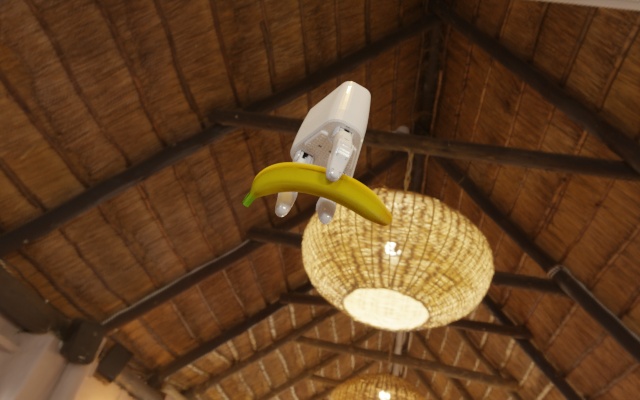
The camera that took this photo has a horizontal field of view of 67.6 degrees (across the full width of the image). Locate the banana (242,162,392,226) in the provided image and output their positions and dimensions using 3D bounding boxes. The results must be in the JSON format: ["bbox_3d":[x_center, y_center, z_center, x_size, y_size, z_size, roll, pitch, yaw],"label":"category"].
[{"bbox_3d":[-0.002,-0.013,0.612,0.198,0.070,0.037,9,40,7],"label":"banana"}]
